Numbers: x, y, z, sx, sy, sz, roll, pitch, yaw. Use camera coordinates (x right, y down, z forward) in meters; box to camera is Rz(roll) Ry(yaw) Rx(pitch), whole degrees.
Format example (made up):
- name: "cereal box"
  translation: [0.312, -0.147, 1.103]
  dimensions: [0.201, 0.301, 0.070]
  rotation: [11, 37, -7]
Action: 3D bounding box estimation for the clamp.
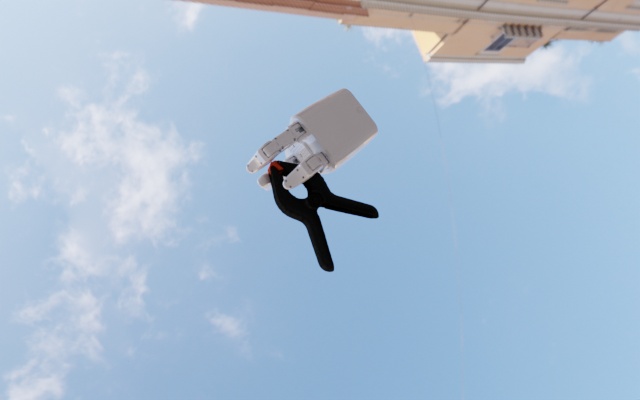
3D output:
- name: "clamp"
  translation: [0.000, 0.002, 0.678]
  dimensions: [0.120, 0.171, 0.039]
  rotation: [-38, -1, -29]
